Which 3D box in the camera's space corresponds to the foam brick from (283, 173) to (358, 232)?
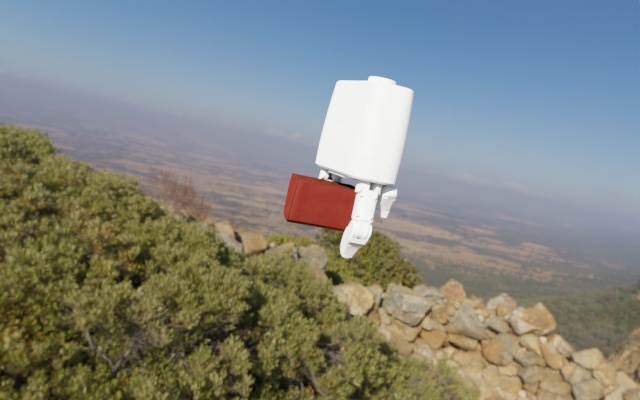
[{"bbox_3d":[0.000,0.002,0.563,0.078,0.051,0.053,11,9,-14],"label":"foam brick"}]
